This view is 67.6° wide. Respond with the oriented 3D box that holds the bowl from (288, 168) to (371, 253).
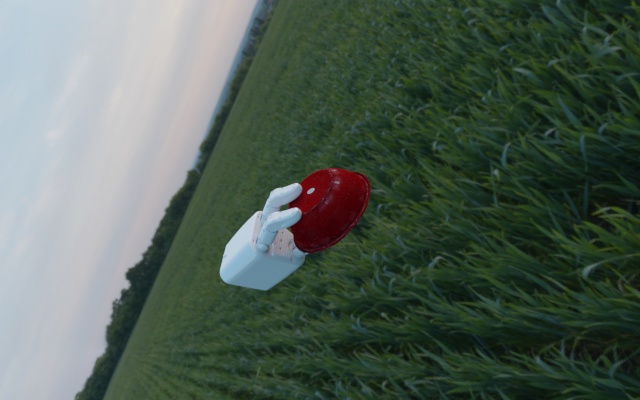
[{"bbox_3d":[0.001,0.001,0.765,0.055,0.162,0.162,43,-25,-30],"label":"bowl"}]
